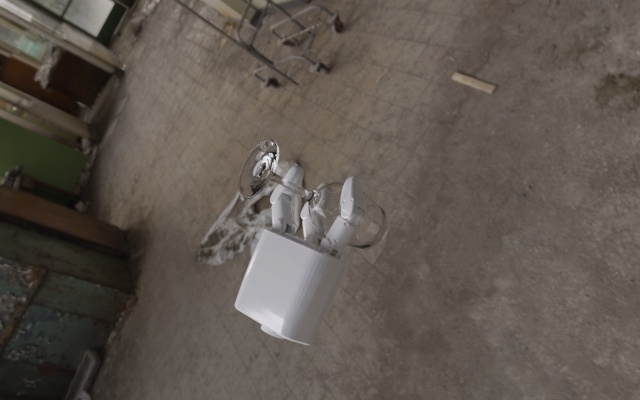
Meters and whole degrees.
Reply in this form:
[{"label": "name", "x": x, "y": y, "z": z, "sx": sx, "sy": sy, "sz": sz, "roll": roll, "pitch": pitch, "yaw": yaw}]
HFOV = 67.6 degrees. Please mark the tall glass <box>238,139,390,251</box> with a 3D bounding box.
[{"label": "tall glass", "x": 0.000, "y": 0.002, "z": 0.598, "sx": 0.201, "sy": 0.079, "sz": 0.079, "roll": 27, "pitch": -17, "yaw": -35}]
